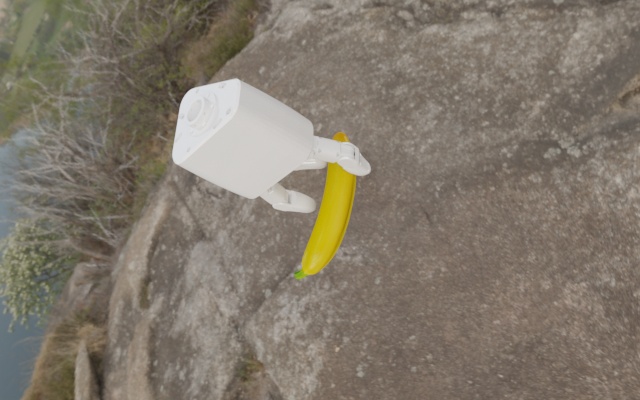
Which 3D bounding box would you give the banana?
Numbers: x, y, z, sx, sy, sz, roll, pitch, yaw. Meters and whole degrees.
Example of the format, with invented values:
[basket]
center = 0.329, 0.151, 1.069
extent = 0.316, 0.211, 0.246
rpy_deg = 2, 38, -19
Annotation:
[banana]
center = 0.011, 0.008, 0.591
extent = 0.037, 0.198, 0.069
rpy_deg = 21, -5, -39
